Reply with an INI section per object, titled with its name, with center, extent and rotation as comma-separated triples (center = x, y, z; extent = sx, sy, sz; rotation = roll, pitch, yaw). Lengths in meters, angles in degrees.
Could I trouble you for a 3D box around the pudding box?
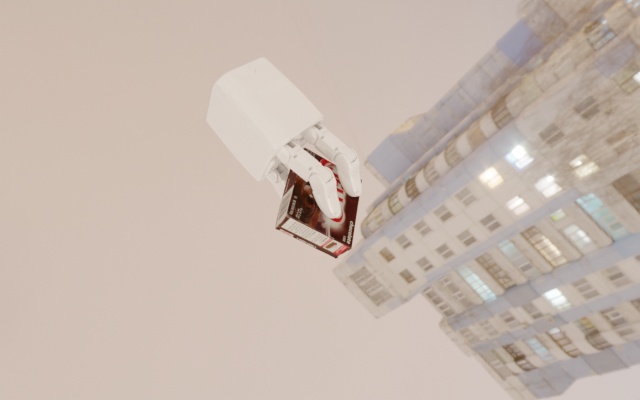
[pudding box]
center = 0.000, 0.002, 0.582
extent = 0.090, 0.113, 0.039
rotation = 27, -39, -18
